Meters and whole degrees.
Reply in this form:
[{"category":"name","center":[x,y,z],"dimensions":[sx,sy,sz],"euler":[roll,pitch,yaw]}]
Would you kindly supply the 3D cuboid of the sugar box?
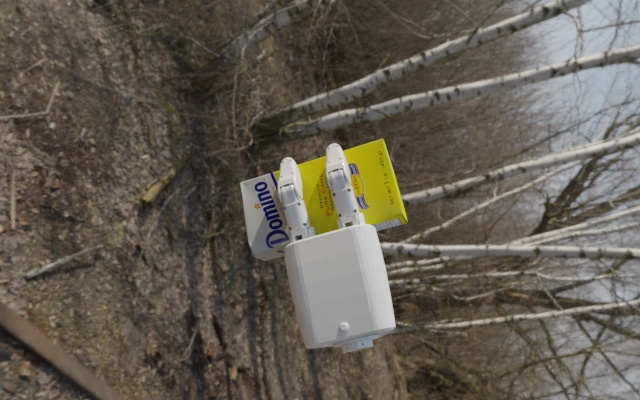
[{"category":"sugar box","center":[0.000,0.002,0.541],"dimensions":[0.176,0.093,0.048],"euler":[-16,-19,10]}]
